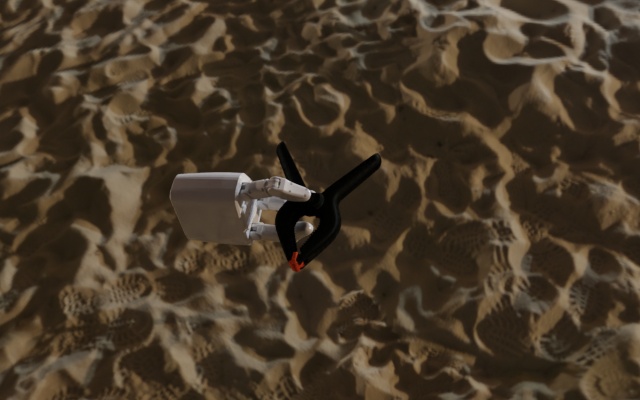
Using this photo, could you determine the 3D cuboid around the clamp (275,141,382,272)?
[{"bbox_3d":[0.000,0.002,0.687,0.164,0.209,0.036,2,-31,11],"label":"clamp"}]
